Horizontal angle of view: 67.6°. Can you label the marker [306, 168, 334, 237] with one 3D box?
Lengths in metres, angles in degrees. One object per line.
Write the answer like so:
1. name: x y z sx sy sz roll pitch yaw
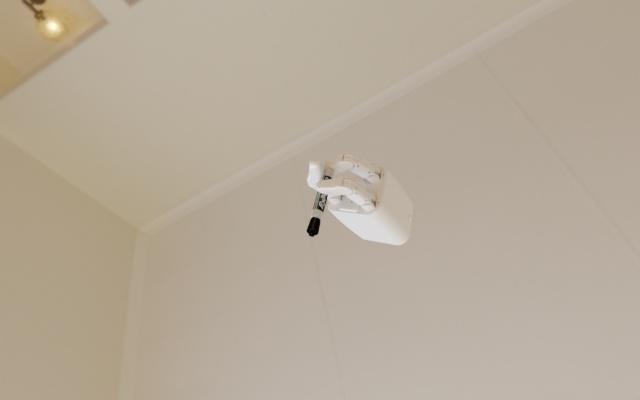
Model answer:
1. marker: 0.000 0.002 0.743 0.020 0.121 0.020 11 -31 7
